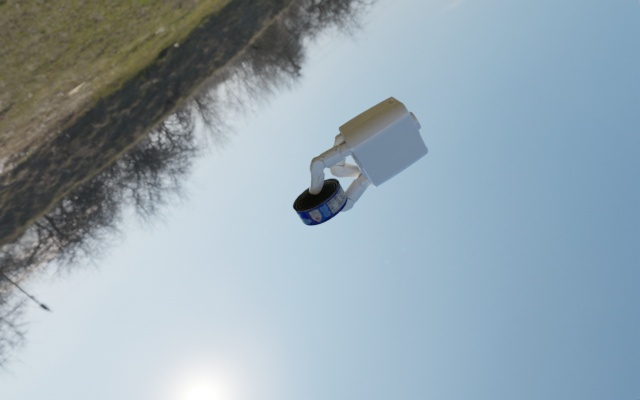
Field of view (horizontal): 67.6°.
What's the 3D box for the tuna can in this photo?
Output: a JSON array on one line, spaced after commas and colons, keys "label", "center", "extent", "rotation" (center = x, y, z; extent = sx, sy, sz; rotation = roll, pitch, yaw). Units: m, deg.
[{"label": "tuna can", "center": [0.000, 0.003, 0.773], "extent": [0.086, 0.034, 0.086], "rotation": [-26, 24, 13]}]
